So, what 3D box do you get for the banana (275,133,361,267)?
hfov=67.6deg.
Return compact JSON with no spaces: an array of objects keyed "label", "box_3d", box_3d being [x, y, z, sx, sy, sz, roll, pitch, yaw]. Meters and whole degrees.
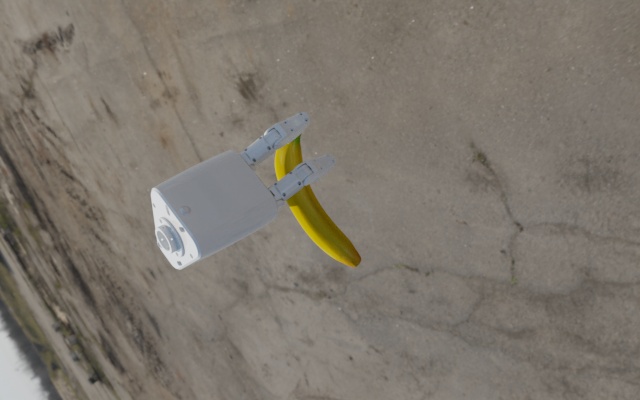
[{"label":"banana","box_3d":[-0.012,0.002,0.618,0.037,0.198,0.069,-30,9,-37]}]
